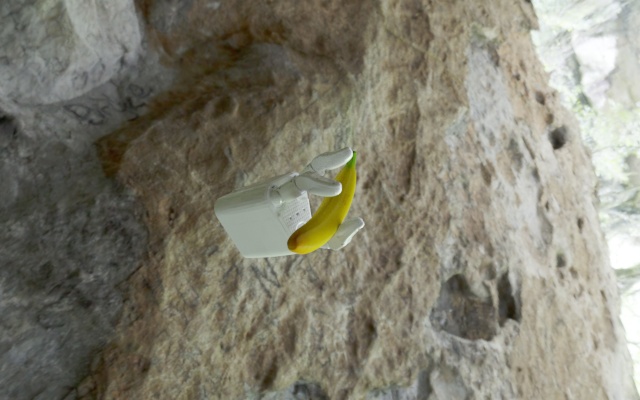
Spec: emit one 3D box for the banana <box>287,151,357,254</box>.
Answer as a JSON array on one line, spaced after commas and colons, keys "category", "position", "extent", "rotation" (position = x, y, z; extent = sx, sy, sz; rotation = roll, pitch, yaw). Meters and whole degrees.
[{"category": "banana", "position": [0.006, 0.014, 0.637], "extent": [0.037, 0.070, 0.197], "rotation": [3, 41, 27]}]
